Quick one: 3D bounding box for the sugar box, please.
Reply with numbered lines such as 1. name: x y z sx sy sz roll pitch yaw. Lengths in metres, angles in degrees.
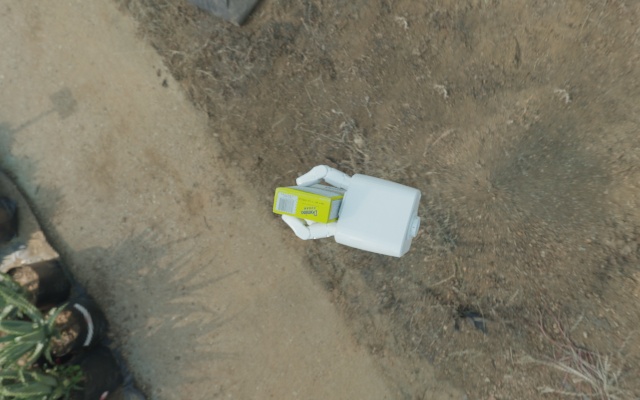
1. sugar box: 0.000 0.003 0.798 0.093 0.048 0.176 13 5 19
